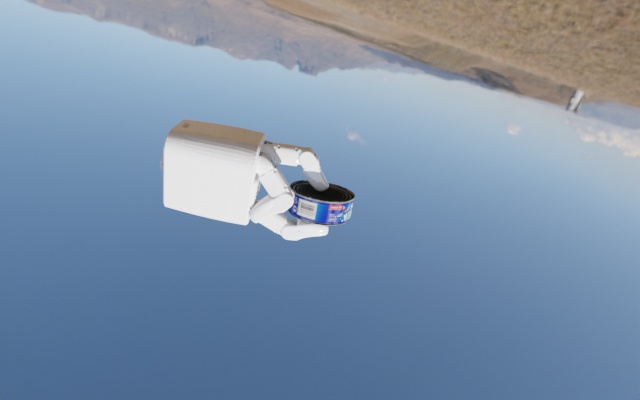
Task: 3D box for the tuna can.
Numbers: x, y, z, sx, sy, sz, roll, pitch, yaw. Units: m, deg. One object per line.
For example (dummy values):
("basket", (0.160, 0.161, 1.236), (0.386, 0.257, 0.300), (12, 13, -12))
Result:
("tuna can", (0.000, 0.003, 0.627), (0.086, 0.034, 0.086), (9, 18, -3))
